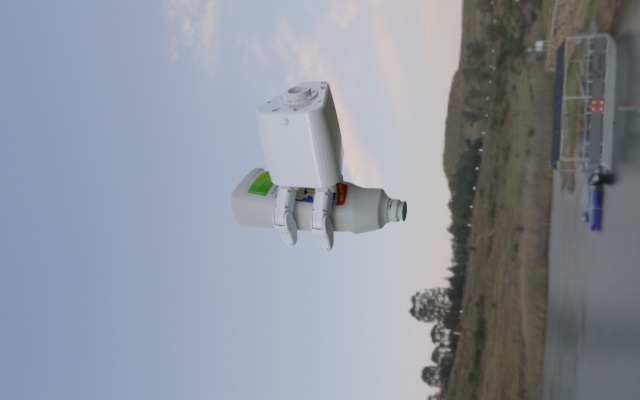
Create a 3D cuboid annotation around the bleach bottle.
[{"bbox_3d":[0.000,0.002,0.688,0.251,0.068,0.102,4,34,23],"label":"bleach bottle"}]
